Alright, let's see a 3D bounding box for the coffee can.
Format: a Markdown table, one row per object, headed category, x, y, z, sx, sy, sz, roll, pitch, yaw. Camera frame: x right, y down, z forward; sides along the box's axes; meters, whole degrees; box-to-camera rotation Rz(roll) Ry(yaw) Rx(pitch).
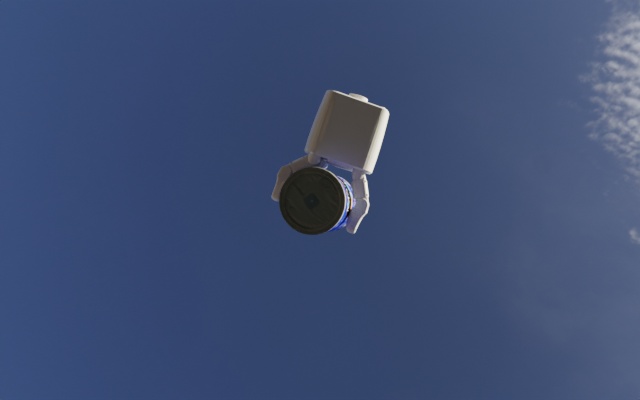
| category | x | y | z | sx | sy | sz | roll | pitch | yaw |
| --- | --- | --- | --- | --- | --- | --- | --- | --- | --- |
| coffee can | 0.000 | 0.003 | 0.783 | 0.103 | 0.103 | 0.140 | 0 | -2 | 11 |
